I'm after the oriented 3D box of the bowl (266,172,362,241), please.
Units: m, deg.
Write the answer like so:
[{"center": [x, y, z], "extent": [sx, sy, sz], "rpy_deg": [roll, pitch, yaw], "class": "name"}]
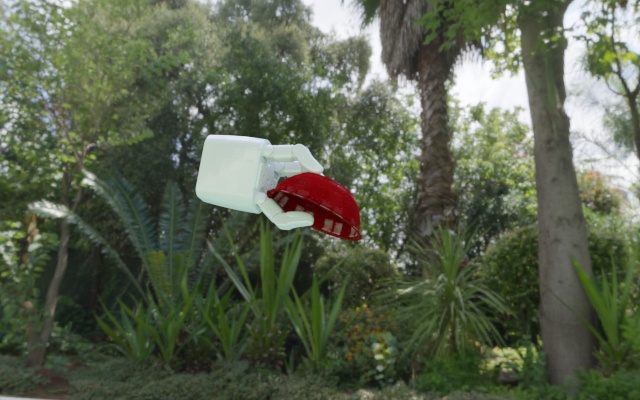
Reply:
[{"center": [0.002, 0.003, 0.738], "extent": [0.162, 0.055, 0.162], "rpy_deg": [25, -15, 7], "class": "bowl"}]
